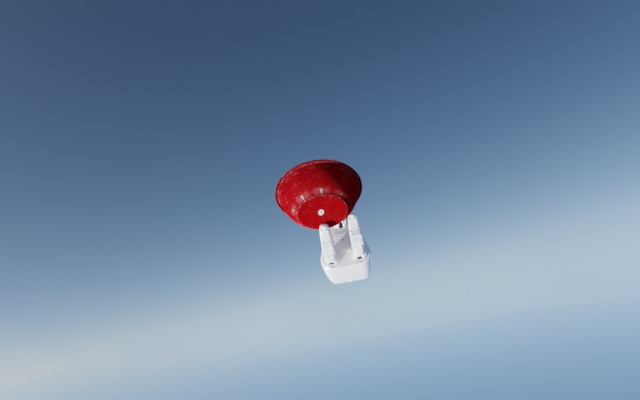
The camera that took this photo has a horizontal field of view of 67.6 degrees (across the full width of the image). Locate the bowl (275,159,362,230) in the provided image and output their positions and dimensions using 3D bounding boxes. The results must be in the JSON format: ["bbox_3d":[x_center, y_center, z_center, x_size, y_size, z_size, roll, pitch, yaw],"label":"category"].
[{"bbox_3d":[0.000,0.002,0.861,0.162,0.055,0.162,-5,-43,-5],"label":"bowl"}]
